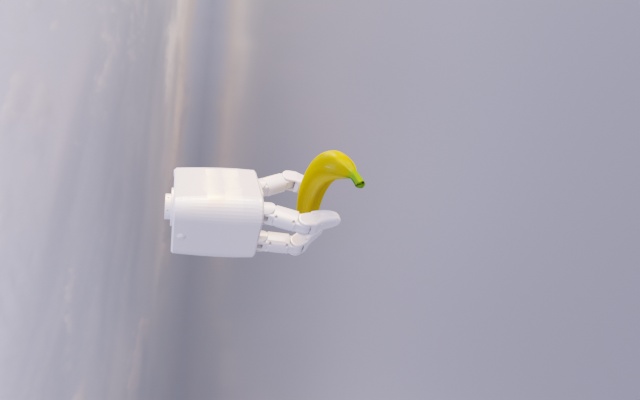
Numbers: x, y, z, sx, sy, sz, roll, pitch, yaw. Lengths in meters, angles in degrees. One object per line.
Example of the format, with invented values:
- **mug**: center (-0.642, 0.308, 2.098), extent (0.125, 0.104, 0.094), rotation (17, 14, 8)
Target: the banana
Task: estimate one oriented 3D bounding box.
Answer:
- **banana**: center (-0.001, -0.017, 0.625), extent (0.037, 0.069, 0.198), rotation (1, -19, -20)
